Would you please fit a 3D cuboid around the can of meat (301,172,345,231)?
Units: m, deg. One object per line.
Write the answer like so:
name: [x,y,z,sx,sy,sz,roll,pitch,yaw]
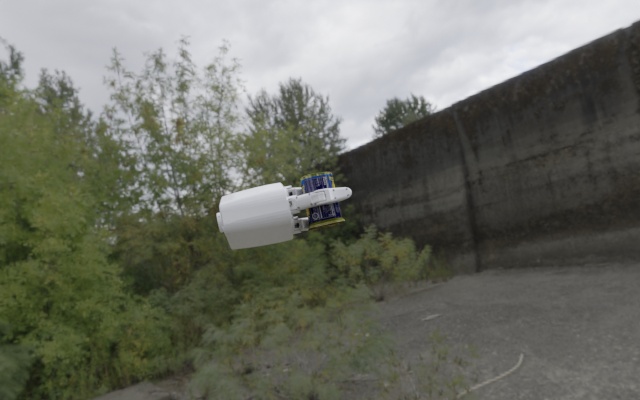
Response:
can of meat: [0.000,0.002,0.792,0.057,0.084,0.102,-12,-6,-4]
